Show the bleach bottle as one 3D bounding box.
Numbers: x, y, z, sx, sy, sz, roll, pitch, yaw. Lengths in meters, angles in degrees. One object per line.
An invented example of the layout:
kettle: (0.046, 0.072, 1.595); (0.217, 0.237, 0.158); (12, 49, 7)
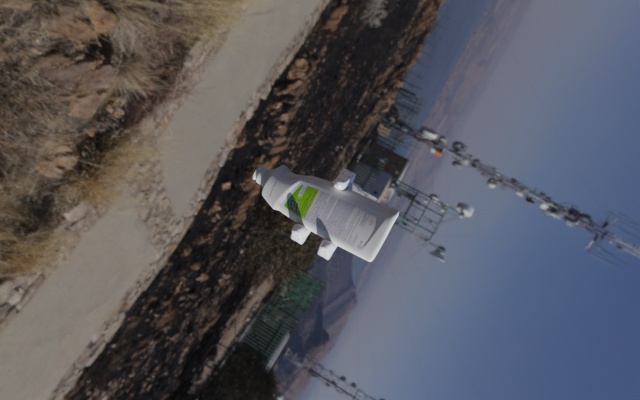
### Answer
bleach bottle: (0.000, 0.003, 0.817); (0.251, 0.102, 0.068); (29, 5, 11)
